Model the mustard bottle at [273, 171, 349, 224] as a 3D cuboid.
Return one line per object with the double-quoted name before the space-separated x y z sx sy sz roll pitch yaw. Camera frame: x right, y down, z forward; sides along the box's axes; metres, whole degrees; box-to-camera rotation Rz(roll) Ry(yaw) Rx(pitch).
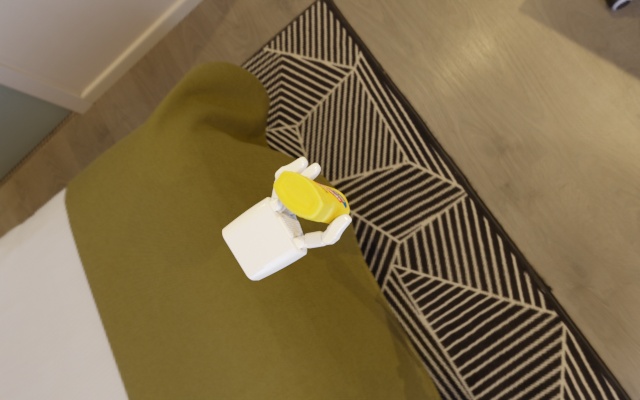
"mustard bottle" 0.000 0.002 0.827 0.096 0.058 0.191 38 8 23
